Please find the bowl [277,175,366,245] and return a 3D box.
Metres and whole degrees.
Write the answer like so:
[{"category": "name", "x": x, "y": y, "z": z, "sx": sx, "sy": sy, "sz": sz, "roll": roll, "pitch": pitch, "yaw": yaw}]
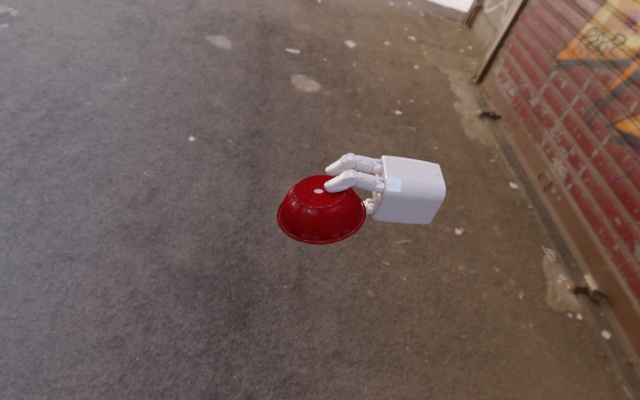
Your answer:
[{"category": "bowl", "x": -0.001, "y": 0.003, "z": 0.840, "sx": 0.162, "sy": 0.055, "sz": 0.162, "roll": -3, "pitch": 40, "yaw": 2}]
